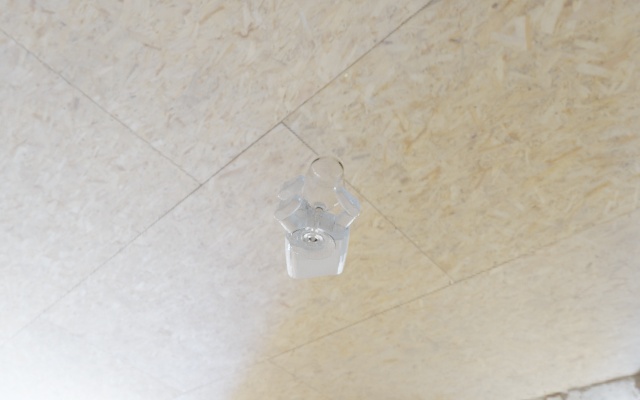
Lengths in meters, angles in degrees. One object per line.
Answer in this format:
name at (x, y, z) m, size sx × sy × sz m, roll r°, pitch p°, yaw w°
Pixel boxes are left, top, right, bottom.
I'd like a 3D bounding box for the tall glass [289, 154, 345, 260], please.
tall glass at (0.000, 0.003, 0.822) m, size 0.079 × 0.079 × 0.200 m, roll 0°, pitch 42°, yaw 10°
